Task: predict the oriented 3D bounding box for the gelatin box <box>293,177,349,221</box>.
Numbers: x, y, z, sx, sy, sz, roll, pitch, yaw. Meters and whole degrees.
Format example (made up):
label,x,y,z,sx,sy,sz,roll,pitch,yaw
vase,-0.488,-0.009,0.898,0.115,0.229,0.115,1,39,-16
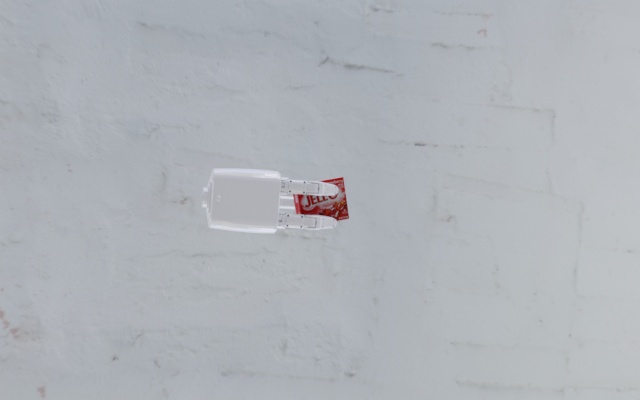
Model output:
label,x,y,z,sx,sy,sz,roll,pitch,yaw
gelatin box,0.000,0.003,0.808,0.089,0.073,0.030,-10,5,-22
